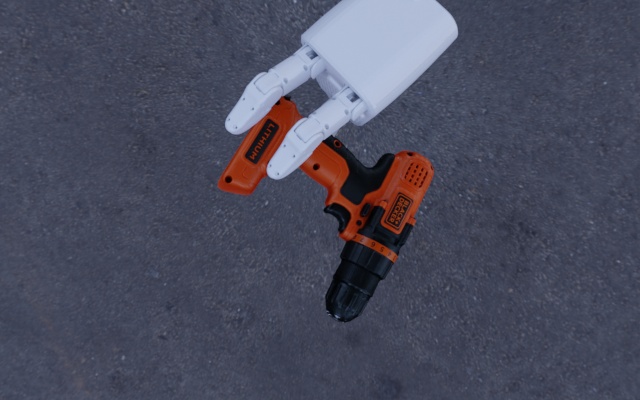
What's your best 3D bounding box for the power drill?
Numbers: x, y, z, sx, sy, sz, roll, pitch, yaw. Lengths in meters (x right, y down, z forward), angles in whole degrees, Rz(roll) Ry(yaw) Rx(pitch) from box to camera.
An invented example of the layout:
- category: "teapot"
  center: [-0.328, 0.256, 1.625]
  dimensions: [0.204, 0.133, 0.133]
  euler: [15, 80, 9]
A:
- category: "power drill"
  center: [0.000, 0.001, 0.463]
  dimensions: [0.188, 0.184, 0.057]
  euler: [31, -12, -11]
